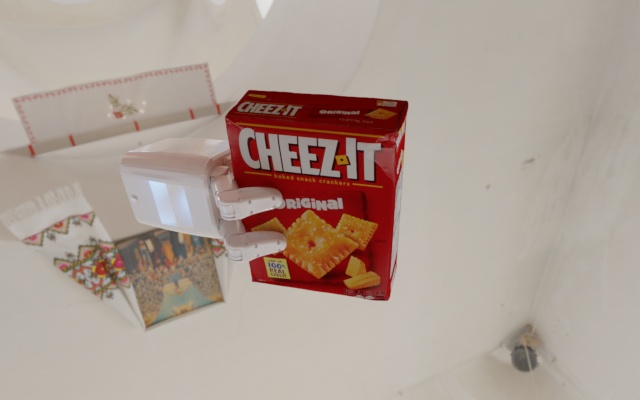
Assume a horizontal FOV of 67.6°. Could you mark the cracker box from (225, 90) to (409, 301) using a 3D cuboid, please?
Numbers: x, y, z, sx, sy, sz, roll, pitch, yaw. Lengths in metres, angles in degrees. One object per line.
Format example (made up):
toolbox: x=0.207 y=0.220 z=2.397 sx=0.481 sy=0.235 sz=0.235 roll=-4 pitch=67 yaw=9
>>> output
cracker box: x=0.000 y=0.002 z=0.500 sx=0.164 sy=0.214 sz=0.072 roll=7 pitch=37 yaw=13
